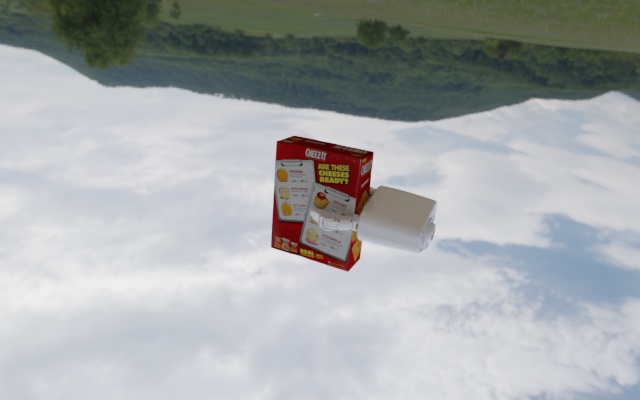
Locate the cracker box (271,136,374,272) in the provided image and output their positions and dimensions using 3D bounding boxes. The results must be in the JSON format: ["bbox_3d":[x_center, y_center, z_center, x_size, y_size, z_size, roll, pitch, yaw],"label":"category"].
[{"bbox_3d":[0.000,0.003,0.868,0.164,0.214,0.072,15,23,22],"label":"cracker box"}]
